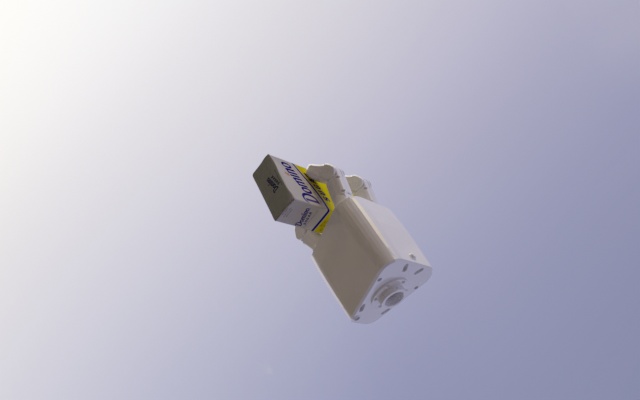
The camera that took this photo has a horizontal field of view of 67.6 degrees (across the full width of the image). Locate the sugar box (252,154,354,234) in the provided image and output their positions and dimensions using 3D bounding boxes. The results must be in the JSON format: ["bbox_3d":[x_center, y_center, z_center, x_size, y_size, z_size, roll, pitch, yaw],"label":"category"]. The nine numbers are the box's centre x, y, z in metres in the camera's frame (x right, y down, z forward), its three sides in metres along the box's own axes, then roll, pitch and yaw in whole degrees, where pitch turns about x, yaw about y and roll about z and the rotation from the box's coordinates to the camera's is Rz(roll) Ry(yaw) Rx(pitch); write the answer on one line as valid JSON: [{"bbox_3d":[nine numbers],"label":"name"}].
[{"bbox_3d":[0.001,0.002,0.649,0.176,0.048,0.093,21,28,-44],"label":"sugar box"}]
